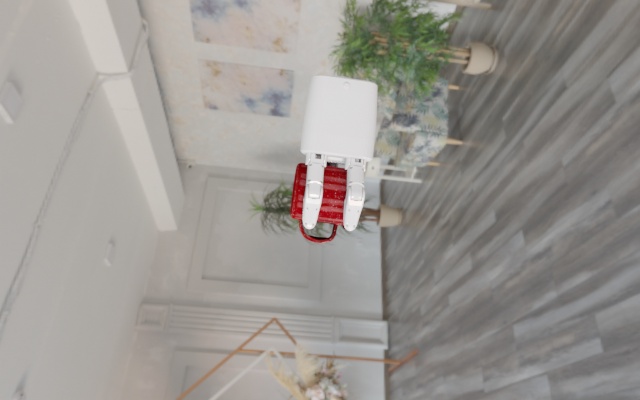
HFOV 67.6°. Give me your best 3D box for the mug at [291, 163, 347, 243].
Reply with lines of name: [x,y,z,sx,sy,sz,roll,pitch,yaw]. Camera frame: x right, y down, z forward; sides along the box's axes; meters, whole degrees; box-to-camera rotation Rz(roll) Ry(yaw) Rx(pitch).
mug: [0.000,0.004,0.686,0.081,0.117,0.093,7,-2,-6]
